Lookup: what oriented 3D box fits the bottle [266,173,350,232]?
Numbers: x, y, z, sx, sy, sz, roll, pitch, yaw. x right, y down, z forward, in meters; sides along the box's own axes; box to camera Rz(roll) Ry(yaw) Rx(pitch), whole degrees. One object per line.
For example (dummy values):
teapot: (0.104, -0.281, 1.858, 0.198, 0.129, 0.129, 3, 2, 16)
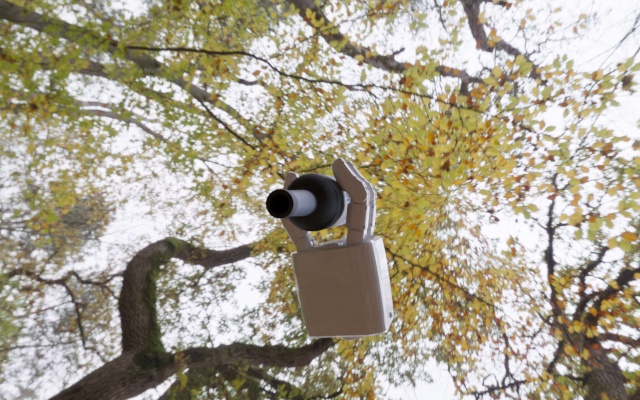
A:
bottle: (0.000, 0.002, 0.578, 0.069, 0.069, 0.296, 0, 0, 15)
